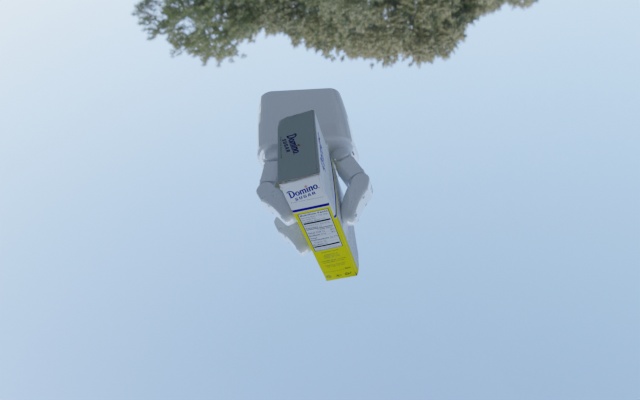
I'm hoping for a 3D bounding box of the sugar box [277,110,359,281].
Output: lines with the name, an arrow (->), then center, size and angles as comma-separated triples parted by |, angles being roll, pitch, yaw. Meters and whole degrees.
sugar box -> 0.000, 0.002, 0.511 | 0.048, 0.093, 0.176 | -14, -43, 11
